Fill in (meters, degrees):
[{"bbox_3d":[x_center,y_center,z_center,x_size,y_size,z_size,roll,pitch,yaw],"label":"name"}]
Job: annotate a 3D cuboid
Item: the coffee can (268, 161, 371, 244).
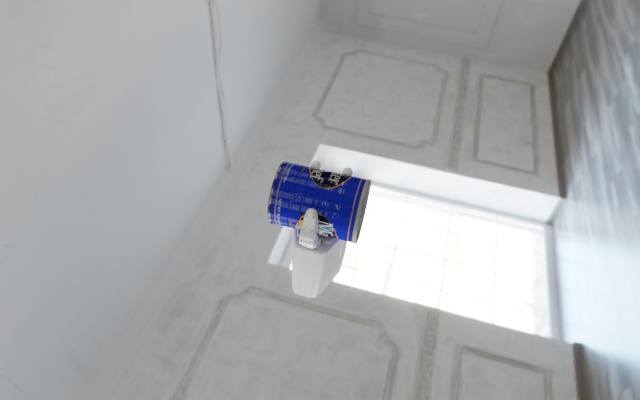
[{"bbox_3d":[0.000,0.002,0.750,0.140,0.103,0.103,13,2,8],"label":"coffee can"}]
